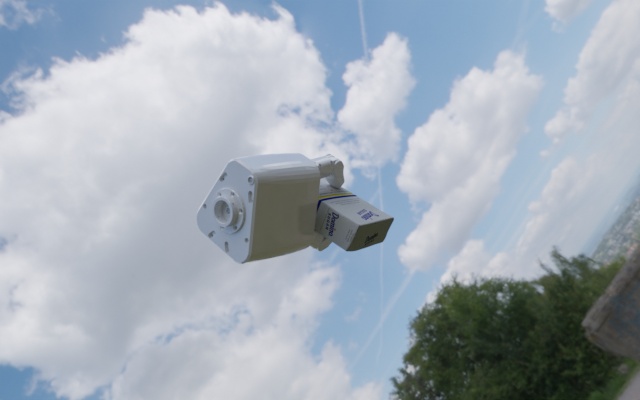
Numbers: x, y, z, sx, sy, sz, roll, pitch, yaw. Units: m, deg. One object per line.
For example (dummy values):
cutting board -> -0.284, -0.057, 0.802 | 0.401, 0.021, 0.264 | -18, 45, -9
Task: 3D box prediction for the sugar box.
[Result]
sugar box -> 0.000, 0.003, 0.635 | 0.176, 0.048, 0.093 | 35, 23, 28
